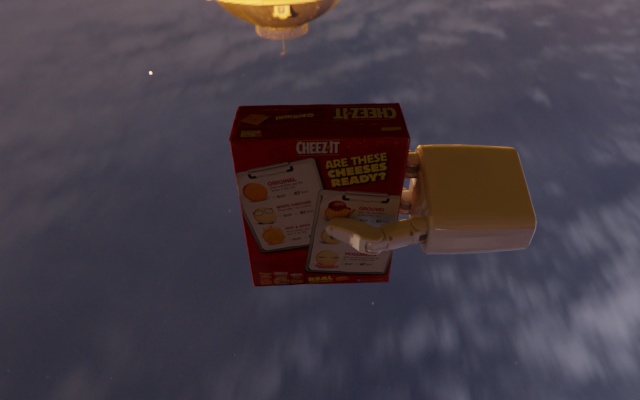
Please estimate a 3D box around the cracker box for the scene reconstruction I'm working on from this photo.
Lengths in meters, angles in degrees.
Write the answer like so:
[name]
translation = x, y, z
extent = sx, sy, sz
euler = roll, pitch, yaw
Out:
[cracker box]
translation = 0.000, 0.002, 0.518
extent = 0.164, 0.214, 0.072
euler = -1, 43, -1
